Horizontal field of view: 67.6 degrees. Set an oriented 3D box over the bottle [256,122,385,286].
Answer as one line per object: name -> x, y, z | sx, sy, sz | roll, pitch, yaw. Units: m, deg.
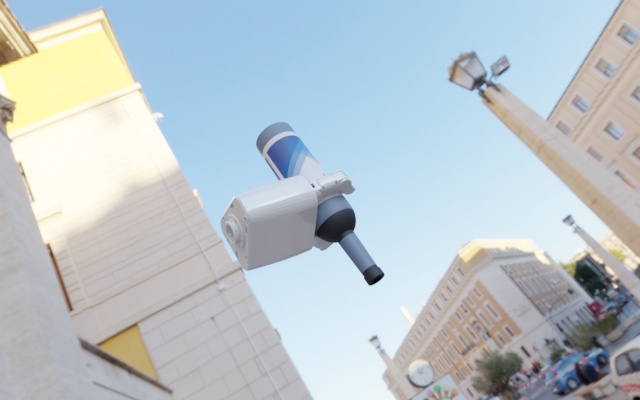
bottle -> 0.000, 0.002, 0.717 | 0.069, 0.295, 0.069 | -27, -28, -16
